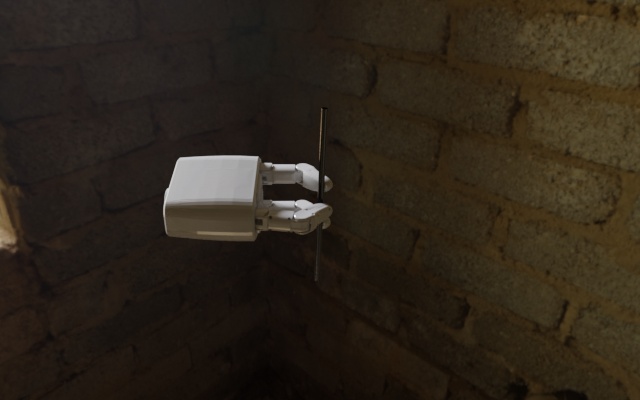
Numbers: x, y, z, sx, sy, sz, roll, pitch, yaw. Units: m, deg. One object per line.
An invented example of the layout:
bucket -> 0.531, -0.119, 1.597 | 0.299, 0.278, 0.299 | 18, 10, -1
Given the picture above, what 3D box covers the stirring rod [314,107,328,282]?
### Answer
stirring rod -> 0.000, 0.002, 0.597 | 0.011, 0.240, 0.011 | 2, 28, -1
